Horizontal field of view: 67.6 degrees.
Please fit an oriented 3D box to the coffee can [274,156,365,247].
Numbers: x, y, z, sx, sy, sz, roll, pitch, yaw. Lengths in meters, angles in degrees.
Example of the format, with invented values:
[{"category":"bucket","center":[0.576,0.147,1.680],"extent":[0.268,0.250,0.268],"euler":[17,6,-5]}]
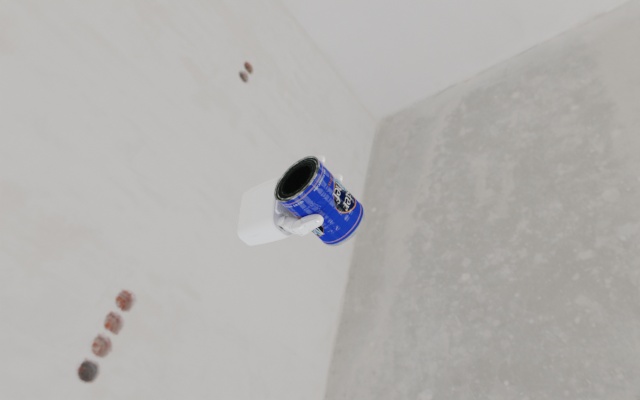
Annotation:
[{"category":"coffee can","center":[0.000,0.003,0.867],"extent":[0.103,0.102,0.140],"euler":[0,-37,51]}]
